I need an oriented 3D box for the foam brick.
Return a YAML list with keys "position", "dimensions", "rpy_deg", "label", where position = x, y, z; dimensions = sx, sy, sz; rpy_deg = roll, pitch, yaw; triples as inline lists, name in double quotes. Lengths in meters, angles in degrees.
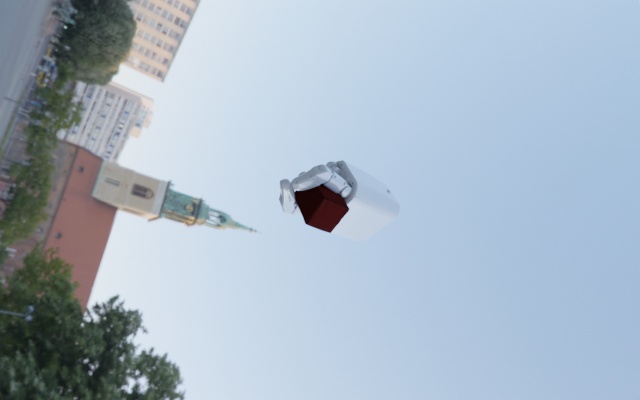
- position: [0.000, 0.003, 0.737]
  dimensions: [0.051, 0.053, 0.078]
  rpy_deg: [24, 24, -33]
  label: "foam brick"
